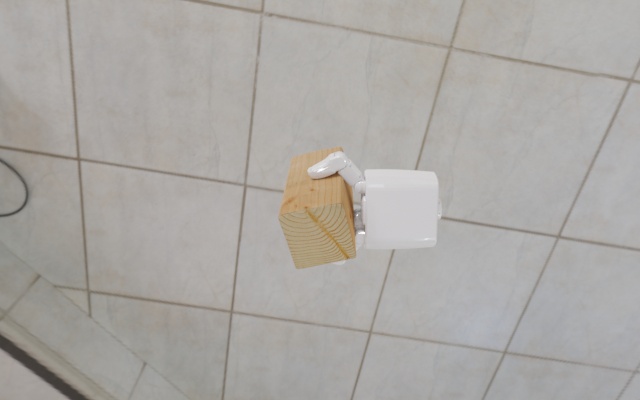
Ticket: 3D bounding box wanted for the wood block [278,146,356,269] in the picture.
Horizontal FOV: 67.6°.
[{"bbox_3d":[0.000,0.002,0.732,0.090,0.091,0.206,-12,26,8],"label":"wood block"}]
